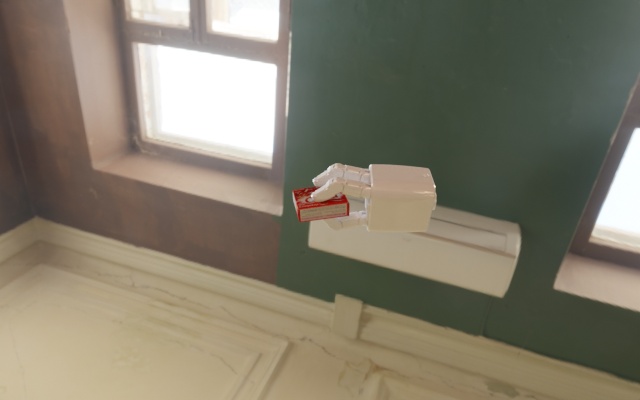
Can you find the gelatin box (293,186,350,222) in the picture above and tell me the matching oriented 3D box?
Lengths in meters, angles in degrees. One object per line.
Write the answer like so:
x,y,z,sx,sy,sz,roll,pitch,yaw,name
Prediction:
0.000,0.003,0.831,0.089,0.030,0.073,-8,29,-7,gelatin box
